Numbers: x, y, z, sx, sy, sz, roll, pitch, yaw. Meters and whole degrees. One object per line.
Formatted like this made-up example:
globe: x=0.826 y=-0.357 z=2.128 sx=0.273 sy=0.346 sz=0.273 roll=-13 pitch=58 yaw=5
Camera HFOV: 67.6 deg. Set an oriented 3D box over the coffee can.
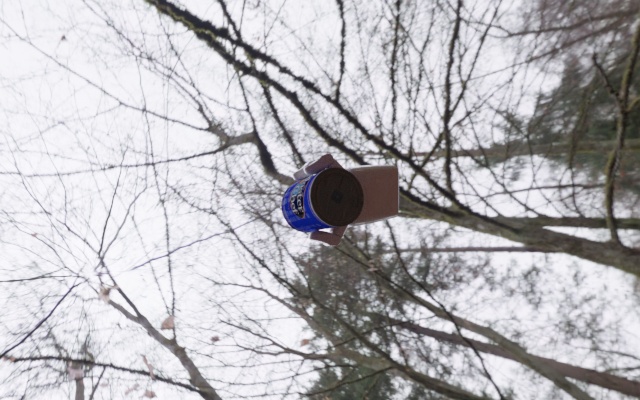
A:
coffee can: x=0.000 y=0.003 z=0.873 sx=0.103 sy=0.103 sz=0.140 roll=0 pitch=-8 yaw=-26
